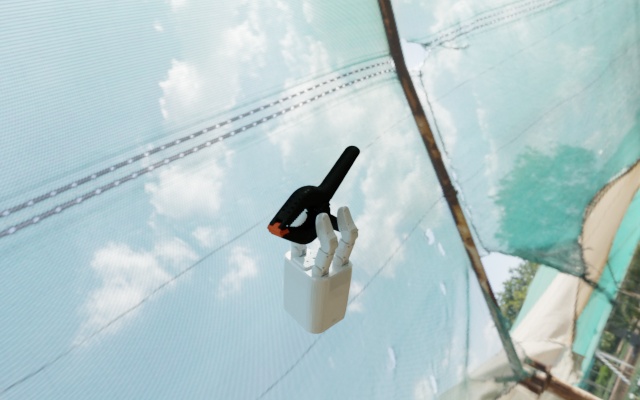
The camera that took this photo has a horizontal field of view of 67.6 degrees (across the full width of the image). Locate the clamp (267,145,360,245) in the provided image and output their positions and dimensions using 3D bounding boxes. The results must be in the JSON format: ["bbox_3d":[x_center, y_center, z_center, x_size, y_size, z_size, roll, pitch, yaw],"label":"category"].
[{"bbox_3d":[-0.001,0.003,0.761,0.036,0.165,0.210,17,23,37],"label":"clamp"}]
